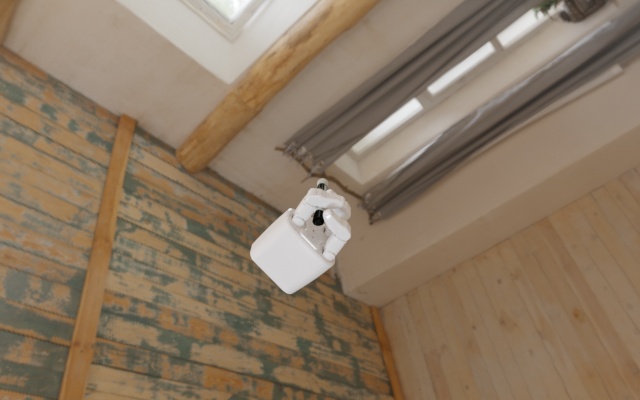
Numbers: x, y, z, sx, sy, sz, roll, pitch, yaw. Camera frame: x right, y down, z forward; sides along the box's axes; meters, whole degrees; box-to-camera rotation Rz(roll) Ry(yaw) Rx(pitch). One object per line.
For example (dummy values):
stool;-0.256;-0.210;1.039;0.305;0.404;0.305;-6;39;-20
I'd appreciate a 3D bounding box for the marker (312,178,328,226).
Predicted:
marker;0.000;0.003;0.788;0.020;0.020;0.121;0;34;4
